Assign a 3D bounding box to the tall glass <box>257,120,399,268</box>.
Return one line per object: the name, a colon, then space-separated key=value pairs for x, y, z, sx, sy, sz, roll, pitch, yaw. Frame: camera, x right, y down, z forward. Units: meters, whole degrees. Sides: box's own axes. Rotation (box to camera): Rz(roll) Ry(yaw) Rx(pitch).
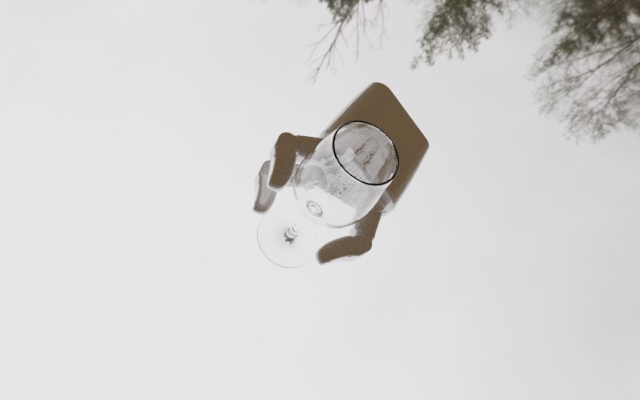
tall glass: x=0.000 y=0.002 z=0.472 sx=0.079 sy=0.079 sz=0.201 roll=0 pitch=-24 yaw=-25
